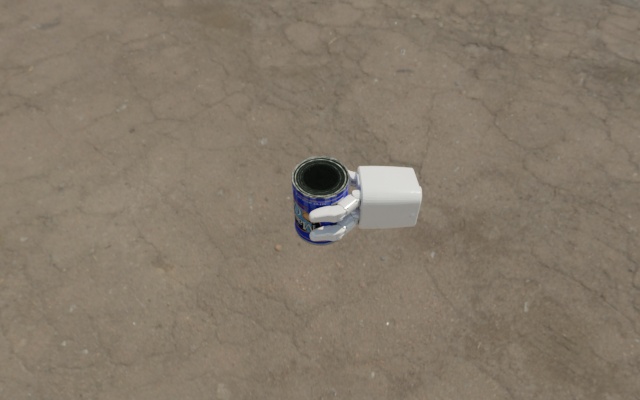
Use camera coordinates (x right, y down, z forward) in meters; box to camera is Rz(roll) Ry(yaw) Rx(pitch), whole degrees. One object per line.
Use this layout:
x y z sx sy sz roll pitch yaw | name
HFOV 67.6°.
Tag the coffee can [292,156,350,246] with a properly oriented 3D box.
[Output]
0.000 0.003 0.890 0.103 0.102 0.140 0 -41 0 | coffee can
